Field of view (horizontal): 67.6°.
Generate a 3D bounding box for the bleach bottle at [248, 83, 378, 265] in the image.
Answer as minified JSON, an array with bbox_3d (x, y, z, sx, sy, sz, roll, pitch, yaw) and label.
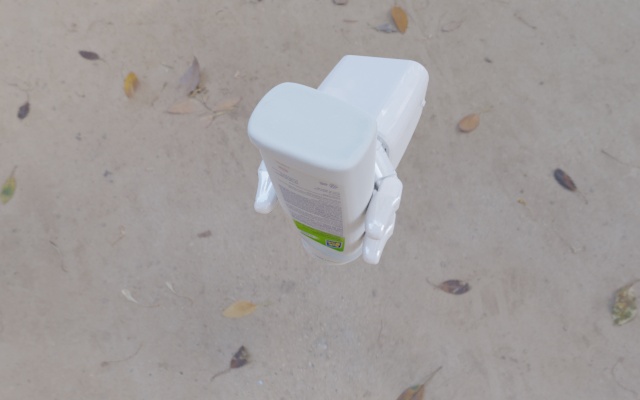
[{"bbox_3d":[0.000,0.002,0.475,0.102,0.068,0.251,24,-26,15],"label":"bleach bottle"}]
